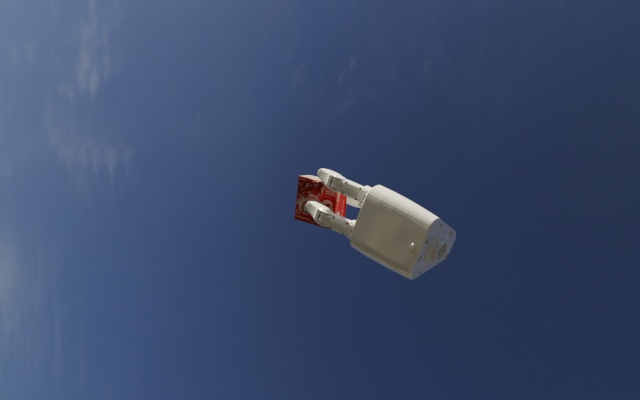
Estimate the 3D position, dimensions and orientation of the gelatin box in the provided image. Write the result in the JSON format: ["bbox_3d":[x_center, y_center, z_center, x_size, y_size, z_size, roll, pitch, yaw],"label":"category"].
[{"bbox_3d":[0.000,0.002,0.760,0.089,0.073,0.030,15,13,42],"label":"gelatin box"}]
